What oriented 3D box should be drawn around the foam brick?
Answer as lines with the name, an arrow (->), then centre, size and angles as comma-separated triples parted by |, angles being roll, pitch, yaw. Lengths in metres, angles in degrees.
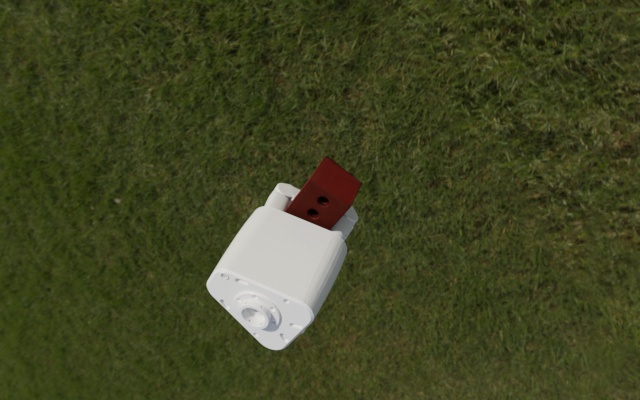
foam brick -> 0.000, 0.001, 0.534 | 0.053, 0.078, 0.051 | 36, 39, -4
